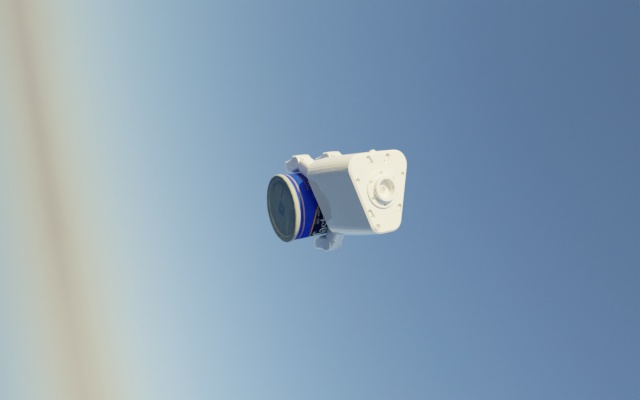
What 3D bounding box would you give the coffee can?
[{"bbox_3d":[0.000,0.003,0.751,0.140,0.103,0.103,-10,5,-29],"label":"coffee can"}]
